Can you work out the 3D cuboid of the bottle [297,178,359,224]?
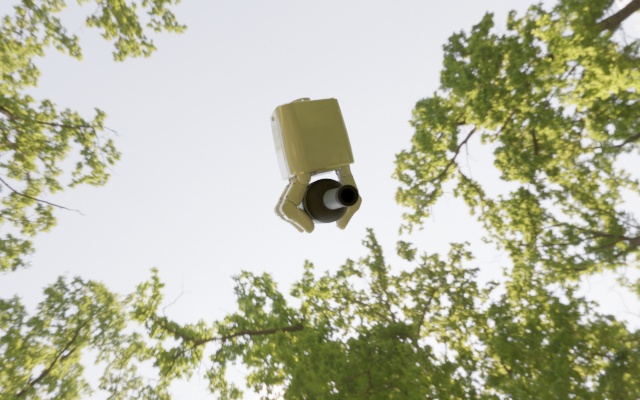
[{"bbox_3d":[0.000,0.002,0.731,0.069,0.069,0.296,0,-3,-13],"label":"bottle"}]
